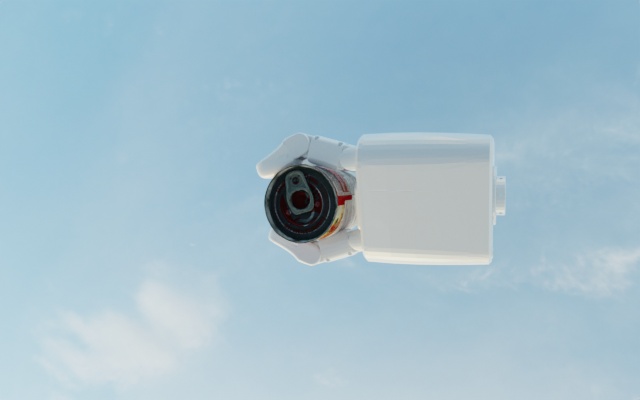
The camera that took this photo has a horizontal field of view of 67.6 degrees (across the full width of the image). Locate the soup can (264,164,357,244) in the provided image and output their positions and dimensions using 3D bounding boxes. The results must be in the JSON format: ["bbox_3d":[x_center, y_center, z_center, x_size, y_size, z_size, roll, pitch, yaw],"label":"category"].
[{"bbox_3d":[0.000,0.002,0.453,0.068,0.068,0.102,0,2,21],"label":"soup can"}]
